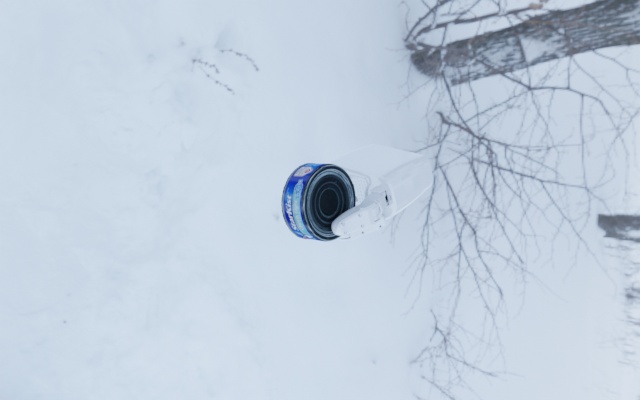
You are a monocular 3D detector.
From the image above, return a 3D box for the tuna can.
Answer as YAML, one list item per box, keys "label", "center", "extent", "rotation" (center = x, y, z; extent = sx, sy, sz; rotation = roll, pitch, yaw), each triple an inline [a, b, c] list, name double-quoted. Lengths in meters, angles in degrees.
- label: "tuna can"
  center: [0.000, 0.002, 0.523]
  extent: [0.034, 0.086, 0.086]
  rotation: [5, 3, 44]
